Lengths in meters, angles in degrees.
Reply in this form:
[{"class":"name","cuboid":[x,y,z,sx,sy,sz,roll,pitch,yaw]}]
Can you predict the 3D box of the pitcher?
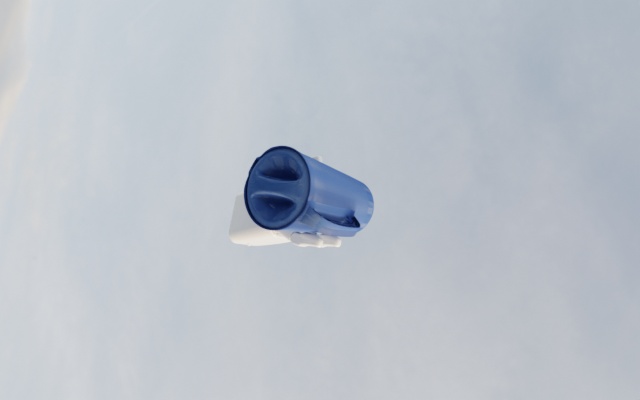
[{"class":"pitcher","cuboid":[0.000,0.003,0.825,0.145,0.149,0.243,-14,-16,32]}]
